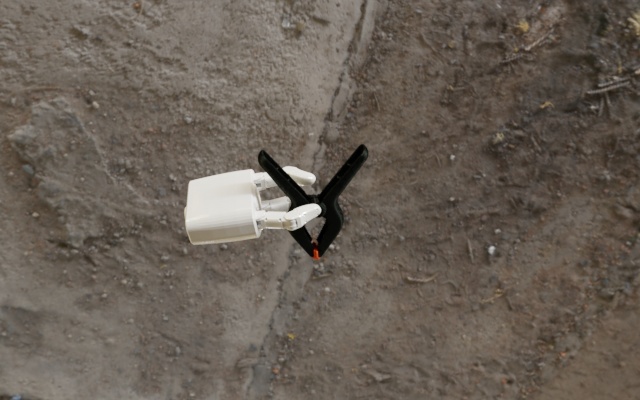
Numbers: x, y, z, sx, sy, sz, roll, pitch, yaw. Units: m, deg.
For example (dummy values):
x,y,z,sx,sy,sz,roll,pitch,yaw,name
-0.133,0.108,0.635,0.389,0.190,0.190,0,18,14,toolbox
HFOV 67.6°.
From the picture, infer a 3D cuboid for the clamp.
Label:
x,y,z,sx,sy,sz,roll,pitch,yaw,name
0.000,0.003,0.757,0.164,0.210,0.036,-9,33,0,clamp
